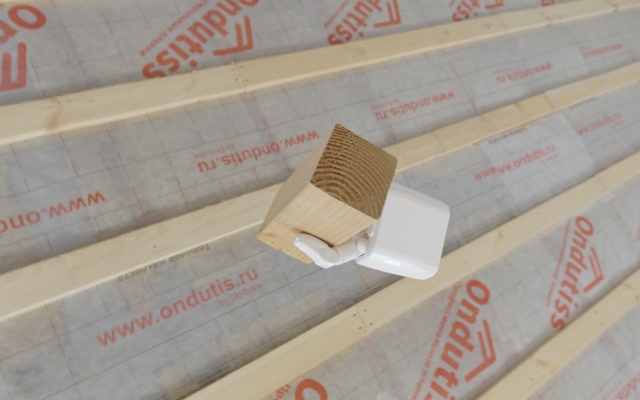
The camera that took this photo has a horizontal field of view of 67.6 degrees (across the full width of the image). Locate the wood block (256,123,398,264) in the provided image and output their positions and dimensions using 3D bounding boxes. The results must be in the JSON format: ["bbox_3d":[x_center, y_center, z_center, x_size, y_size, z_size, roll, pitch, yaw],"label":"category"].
[{"bbox_3d":[0.000,0.003,0.619,0.090,0.090,0.206,29,-30,-12],"label":"wood block"}]
